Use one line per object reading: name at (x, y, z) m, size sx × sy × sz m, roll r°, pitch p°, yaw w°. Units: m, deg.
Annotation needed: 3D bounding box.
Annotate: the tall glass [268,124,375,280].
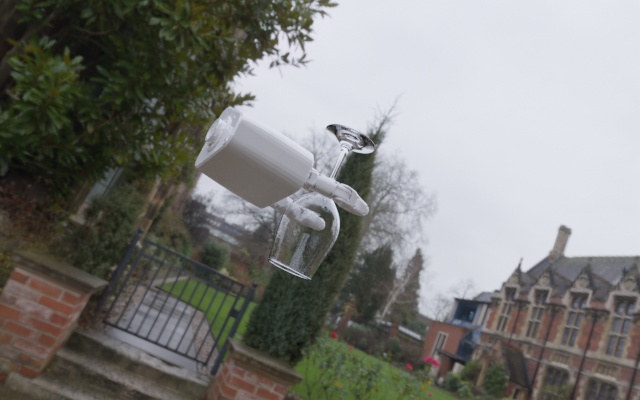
tall glass at (0.001, 0.002, 0.637) m, size 0.079 × 0.201 × 0.079 m, roll 23°, pitch -13°, yaw 6°
